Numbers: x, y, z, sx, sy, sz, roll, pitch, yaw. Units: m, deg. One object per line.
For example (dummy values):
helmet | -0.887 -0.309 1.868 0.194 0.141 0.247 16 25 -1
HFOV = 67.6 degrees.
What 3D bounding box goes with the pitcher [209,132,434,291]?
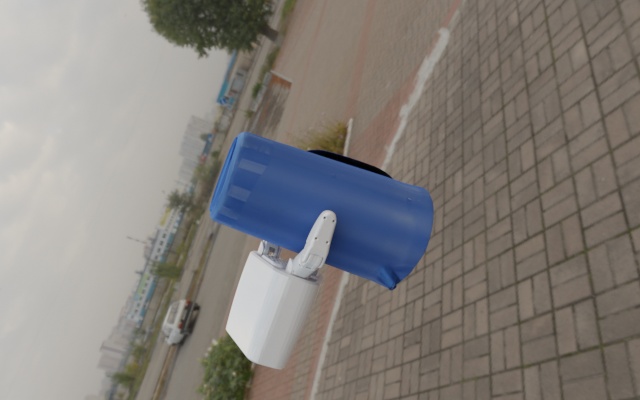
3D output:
pitcher | 0.000 0.002 0.577 0.243 0.145 0.149 20 -1 -15
